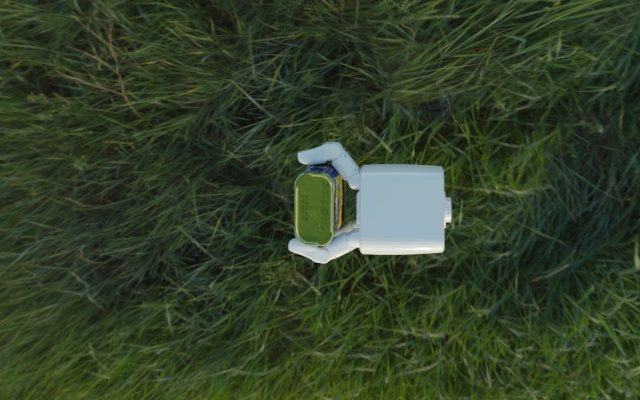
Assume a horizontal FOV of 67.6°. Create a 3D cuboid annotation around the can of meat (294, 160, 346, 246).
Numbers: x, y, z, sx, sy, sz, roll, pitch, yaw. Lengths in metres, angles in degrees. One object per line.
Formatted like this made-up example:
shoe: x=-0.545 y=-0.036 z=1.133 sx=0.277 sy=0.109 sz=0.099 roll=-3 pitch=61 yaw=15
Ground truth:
can of meat: x=0.000 y=0.002 z=0.639 sx=0.057 sy=0.102 sz=0.084 roll=3 pitch=15 yaw=11
